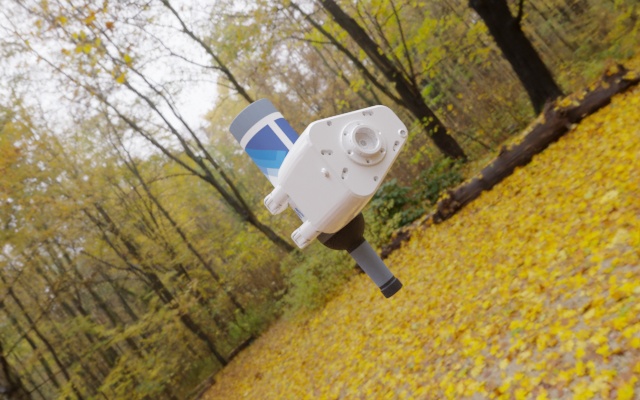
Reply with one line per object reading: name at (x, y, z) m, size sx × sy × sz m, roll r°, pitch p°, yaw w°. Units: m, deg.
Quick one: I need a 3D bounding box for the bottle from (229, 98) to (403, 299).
bottle at (0.000, 0.002, 0.612) m, size 0.069 × 0.295 × 0.069 m, roll -39°, pitch -5°, yaw -4°
